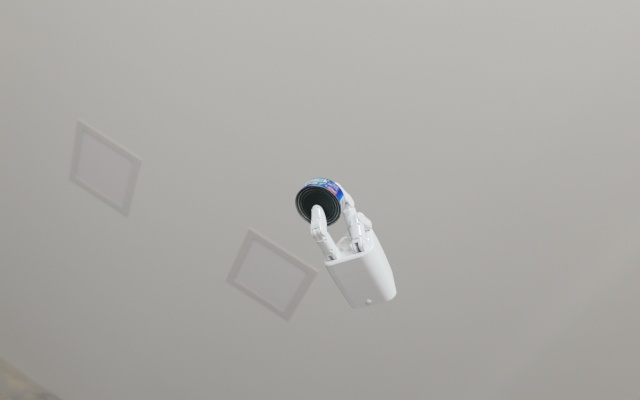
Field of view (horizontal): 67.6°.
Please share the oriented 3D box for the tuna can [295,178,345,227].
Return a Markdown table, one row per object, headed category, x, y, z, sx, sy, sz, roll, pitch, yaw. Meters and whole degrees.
| category | x | y | z | sx | sy | sz | roll | pitch | yaw |
| --- | --- | --- | --- | --- | --- | --- | --- | --- | --- |
| tuna can | 0.000 | 0.002 | 0.854 | 0.086 | 0.086 | 0.033 | 0 | 31 | 21 |
